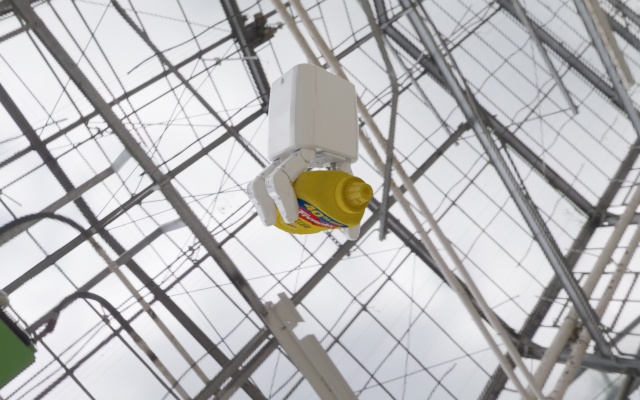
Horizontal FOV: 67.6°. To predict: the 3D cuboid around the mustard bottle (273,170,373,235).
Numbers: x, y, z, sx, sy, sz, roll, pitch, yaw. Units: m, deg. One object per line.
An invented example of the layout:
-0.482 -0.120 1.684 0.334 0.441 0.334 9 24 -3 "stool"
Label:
0.000 0.002 0.587 0.096 0.058 0.191 32 -23 -24 "mustard bottle"
